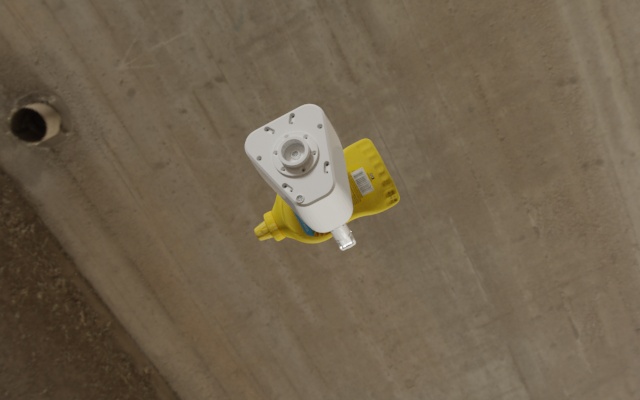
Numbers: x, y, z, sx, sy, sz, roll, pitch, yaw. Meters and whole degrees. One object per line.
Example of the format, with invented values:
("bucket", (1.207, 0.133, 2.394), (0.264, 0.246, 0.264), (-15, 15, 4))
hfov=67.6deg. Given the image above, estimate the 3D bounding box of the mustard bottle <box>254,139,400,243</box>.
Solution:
("mustard bottle", (0.000, 0.002, 0.632), (0.191, 0.096, 0.058), (-28, 5, 3))
